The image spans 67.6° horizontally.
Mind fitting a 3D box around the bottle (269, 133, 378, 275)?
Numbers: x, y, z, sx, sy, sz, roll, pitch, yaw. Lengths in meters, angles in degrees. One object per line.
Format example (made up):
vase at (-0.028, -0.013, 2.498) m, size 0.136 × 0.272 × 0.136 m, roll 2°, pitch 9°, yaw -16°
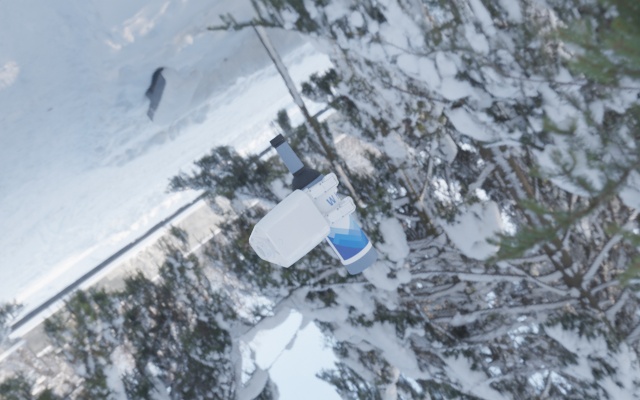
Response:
bottle at (0.000, 0.003, 0.897) m, size 0.069 × 0.296 × 0.069 m, roll -34°, pitch 9°, yaw 6°
